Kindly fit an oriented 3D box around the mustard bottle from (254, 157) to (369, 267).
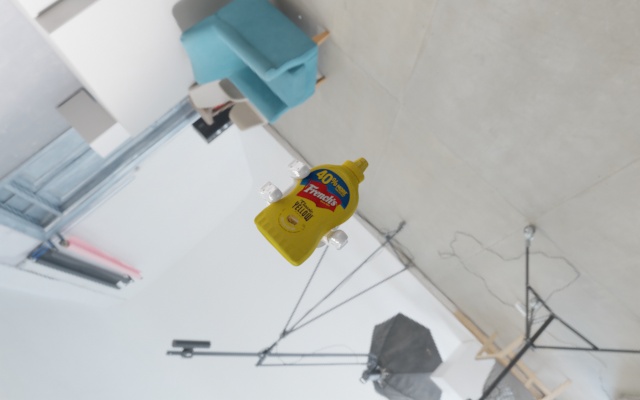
[{"bbox_3d":[0.000,0.002,0.718,0.096,0.191,0.058,43,-14,19],"label":"mustard bottle"}]
